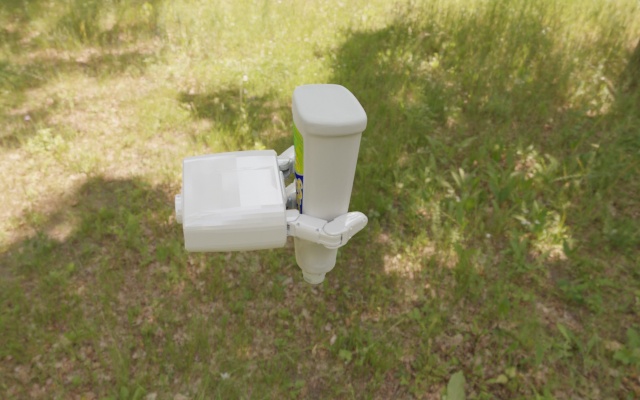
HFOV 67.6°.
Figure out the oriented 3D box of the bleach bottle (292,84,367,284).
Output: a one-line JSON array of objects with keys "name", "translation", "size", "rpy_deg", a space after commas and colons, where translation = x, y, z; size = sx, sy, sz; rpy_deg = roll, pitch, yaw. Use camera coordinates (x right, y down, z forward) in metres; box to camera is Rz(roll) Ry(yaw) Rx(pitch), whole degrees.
[{"name": "bleach bottle", "translation": [0.000, 0.002, 0.551], "size": [0.068, 0.251, 0.102], "rpy_deg": [-4, 35, -11]}]
